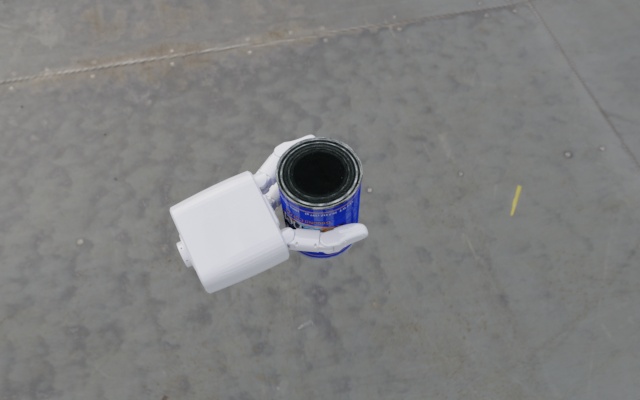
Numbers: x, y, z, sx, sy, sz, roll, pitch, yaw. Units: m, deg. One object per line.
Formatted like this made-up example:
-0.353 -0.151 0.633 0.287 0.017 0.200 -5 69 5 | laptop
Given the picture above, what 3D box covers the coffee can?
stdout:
0.000 0.002 0.616 0.103 0.102 0.140 0 -31 2 | coffee can
